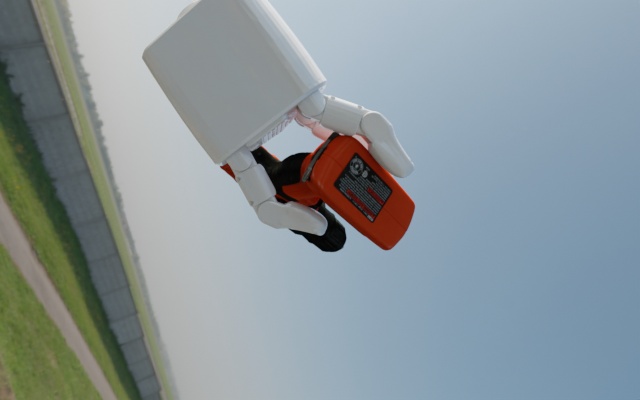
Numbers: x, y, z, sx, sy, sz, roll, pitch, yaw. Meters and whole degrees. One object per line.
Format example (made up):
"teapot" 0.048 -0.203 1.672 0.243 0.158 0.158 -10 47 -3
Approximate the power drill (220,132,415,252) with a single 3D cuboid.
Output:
"power drill" 0.000 0.001 0.469 0.184 0.057 0.187 41 -20 -28
